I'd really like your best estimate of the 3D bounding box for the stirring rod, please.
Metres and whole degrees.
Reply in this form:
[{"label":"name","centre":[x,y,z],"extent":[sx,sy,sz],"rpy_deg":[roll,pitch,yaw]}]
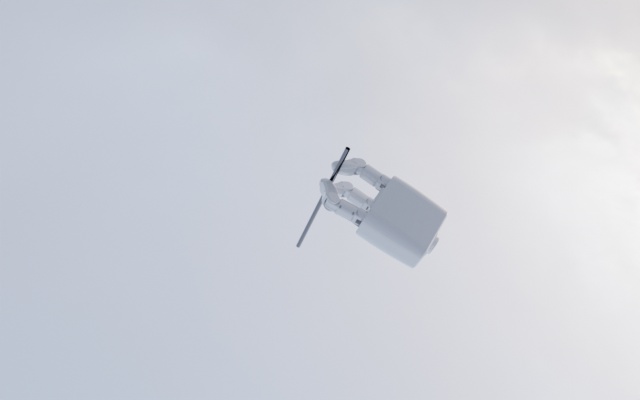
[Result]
[{"label":"stirring rod","centre":[0.000,0.003,0.798],"extent":[0.011,0.011,0.240],"rpy_deg":[0,-42,-27]}]
